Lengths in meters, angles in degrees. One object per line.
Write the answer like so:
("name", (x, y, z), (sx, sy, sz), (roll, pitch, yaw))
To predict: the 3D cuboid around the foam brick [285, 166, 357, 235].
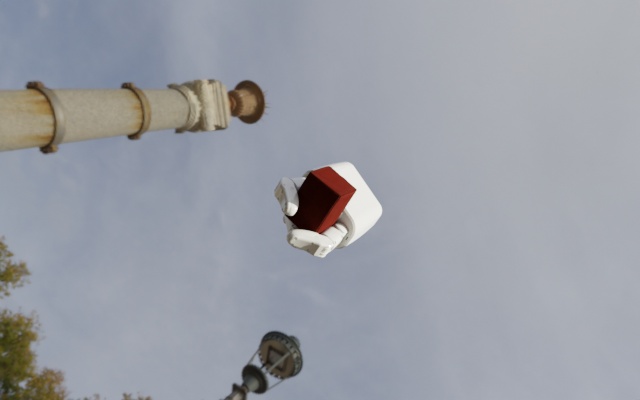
("foam brick", (0.000, 0.002, 0.626), (0.053, 0.078, 0.051), (42, 30, 16))
